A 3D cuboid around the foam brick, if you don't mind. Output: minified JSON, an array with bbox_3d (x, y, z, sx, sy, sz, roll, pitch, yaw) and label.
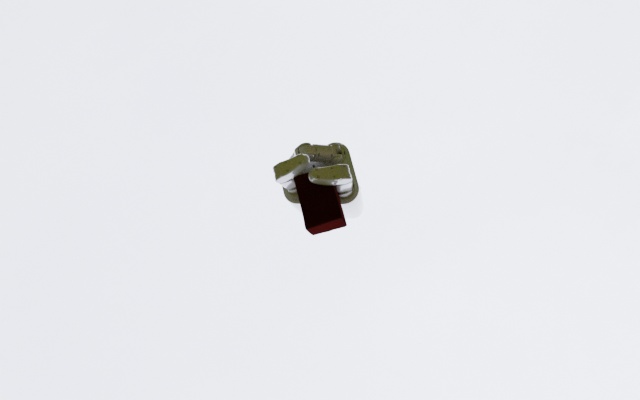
[{"bbox_3d":[0.000,0.002,0.659,0.053,0.078,0.051,-16,-19,6],"label":"foam brick"}]
